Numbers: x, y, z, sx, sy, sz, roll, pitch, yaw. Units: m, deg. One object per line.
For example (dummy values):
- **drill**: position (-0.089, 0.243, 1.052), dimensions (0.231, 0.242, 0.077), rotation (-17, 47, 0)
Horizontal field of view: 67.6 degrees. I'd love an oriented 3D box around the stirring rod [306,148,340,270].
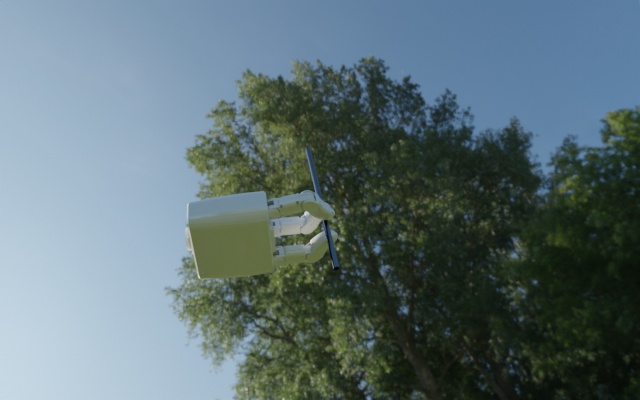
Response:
- **stirring rod**: position (0.000, 0.002, 0.697), dimensions (0.011, 0.239, 0.011), rotation (-7, -43, -7)
